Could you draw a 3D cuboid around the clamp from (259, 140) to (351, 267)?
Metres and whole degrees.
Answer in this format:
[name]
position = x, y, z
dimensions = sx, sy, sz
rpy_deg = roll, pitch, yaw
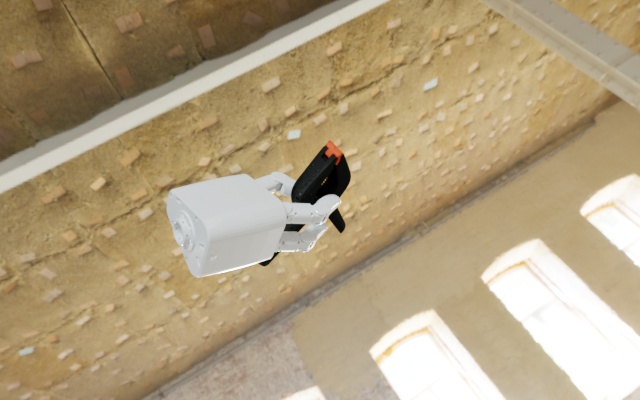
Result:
[clamp]
position = 0.000, 0.001, 0.686
dimensions = 0.164, 0.210, 0.036
rpy_deg = -17, 54, -40
